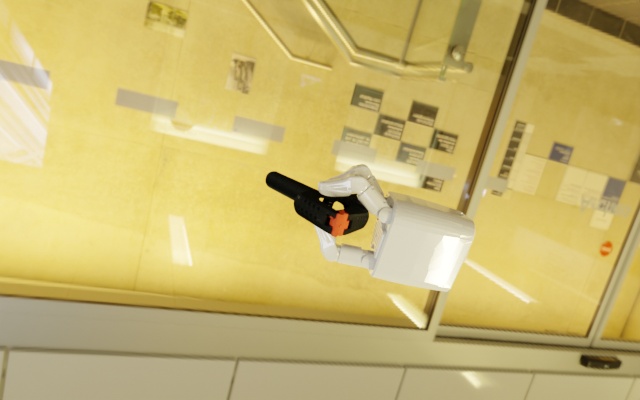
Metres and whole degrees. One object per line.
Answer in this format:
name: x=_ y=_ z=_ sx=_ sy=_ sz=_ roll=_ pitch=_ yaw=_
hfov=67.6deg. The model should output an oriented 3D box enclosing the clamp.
clamp: x=0.000 y=0.003 z=0.622 sx=0.164 sy=0.036 sz=0.210 roll=13 pitch=11 yaw=-2
